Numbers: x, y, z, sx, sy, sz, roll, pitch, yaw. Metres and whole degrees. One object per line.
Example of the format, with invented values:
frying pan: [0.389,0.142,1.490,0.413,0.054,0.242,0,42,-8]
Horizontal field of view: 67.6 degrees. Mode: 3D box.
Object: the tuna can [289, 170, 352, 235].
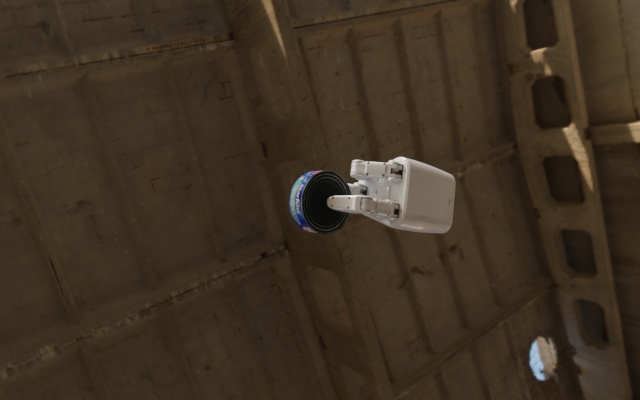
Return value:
tuna can: [0.000,0.002,0.647,0.086,0.086,0.034,0,2,-38]
